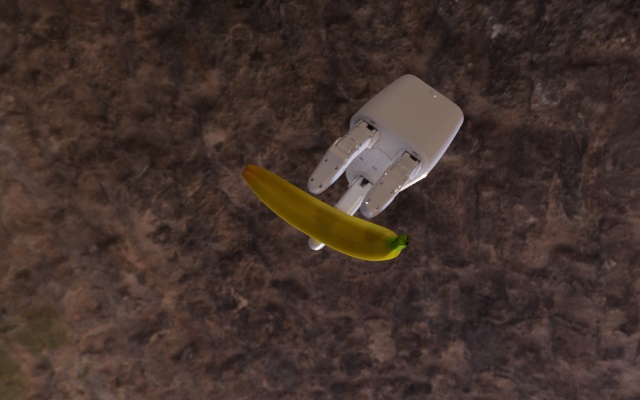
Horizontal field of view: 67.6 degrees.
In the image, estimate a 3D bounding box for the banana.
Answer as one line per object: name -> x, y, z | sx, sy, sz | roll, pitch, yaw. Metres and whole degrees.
banana -> 0.005, 0.016, 0.479 | 0.197, 0.070, 0.037 | 22, 54, 29
